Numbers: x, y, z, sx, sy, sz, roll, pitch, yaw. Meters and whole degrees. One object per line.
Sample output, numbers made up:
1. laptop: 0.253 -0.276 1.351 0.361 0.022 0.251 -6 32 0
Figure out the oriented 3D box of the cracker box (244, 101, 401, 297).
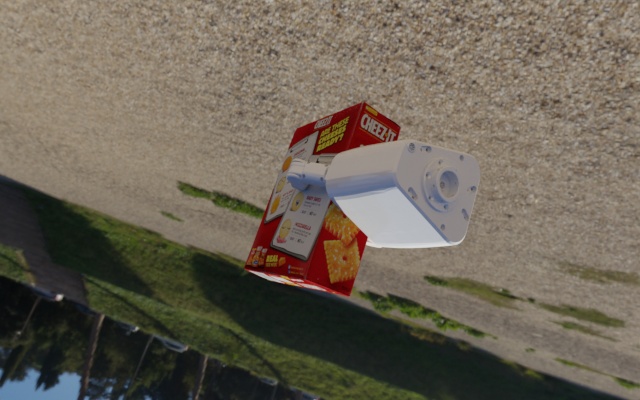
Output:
1. cracker box: 0.000 0.002 0.596 0.072 0.213 0.164 27 -17 -27
